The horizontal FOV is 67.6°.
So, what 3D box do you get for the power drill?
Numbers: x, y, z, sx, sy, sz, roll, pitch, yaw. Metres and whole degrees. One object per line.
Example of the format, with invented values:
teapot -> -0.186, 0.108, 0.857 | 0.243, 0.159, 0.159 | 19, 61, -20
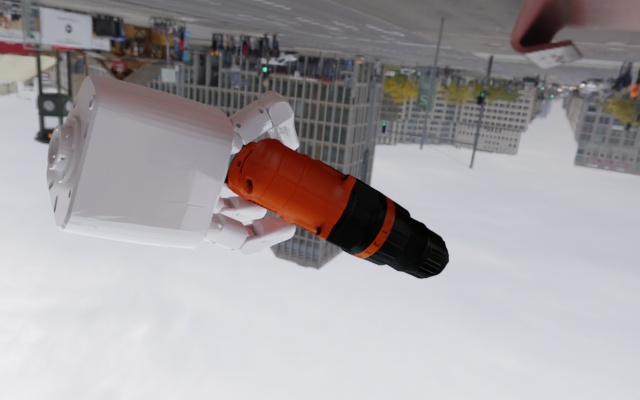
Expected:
power drill -> 0.000, 0.001, 0.417 | 0.184, 0.057, 0.187 | 30, -5, -24
